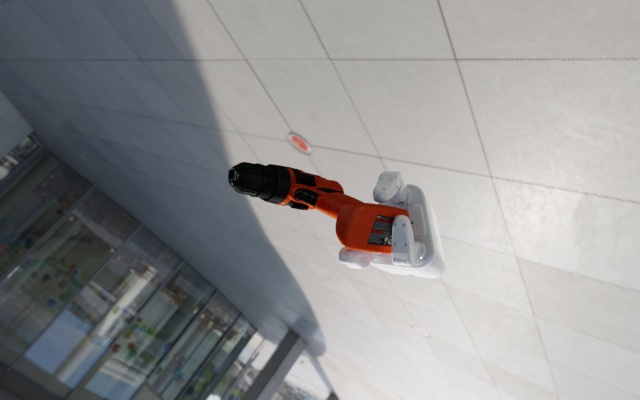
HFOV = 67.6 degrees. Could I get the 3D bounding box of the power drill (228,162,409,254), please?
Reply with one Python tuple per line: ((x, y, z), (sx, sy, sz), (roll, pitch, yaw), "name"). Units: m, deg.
((0.001, 0.002, 0.591), (0.184, 0.057, 0.187), (8, 14, -43), "power drill")
